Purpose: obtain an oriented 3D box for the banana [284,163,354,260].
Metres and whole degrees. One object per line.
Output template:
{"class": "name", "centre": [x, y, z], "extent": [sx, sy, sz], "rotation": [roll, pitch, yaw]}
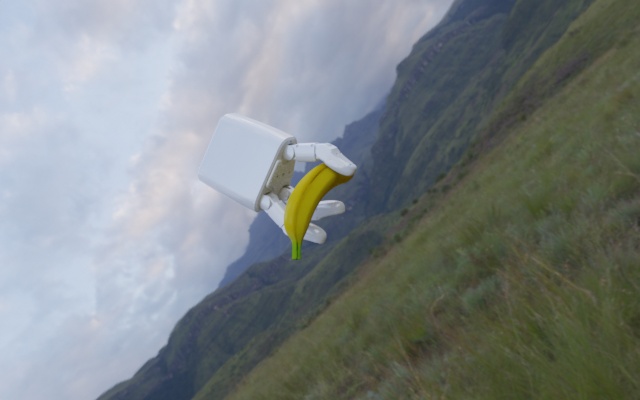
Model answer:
{"class": "banana", "centre": [-0.003, -0.011, 0.640], "extent": [0.037, 0.070, 0.197], "rotation": [13, 41, 22]}
